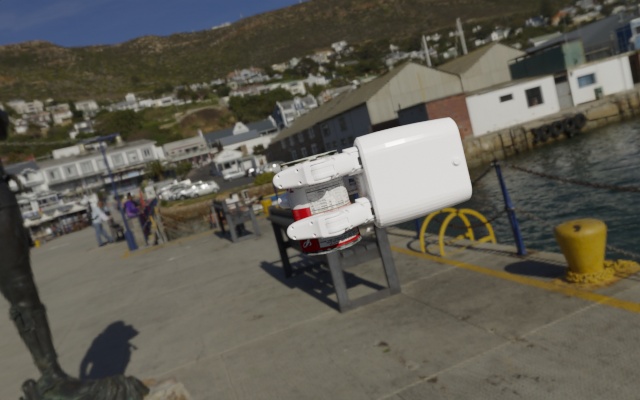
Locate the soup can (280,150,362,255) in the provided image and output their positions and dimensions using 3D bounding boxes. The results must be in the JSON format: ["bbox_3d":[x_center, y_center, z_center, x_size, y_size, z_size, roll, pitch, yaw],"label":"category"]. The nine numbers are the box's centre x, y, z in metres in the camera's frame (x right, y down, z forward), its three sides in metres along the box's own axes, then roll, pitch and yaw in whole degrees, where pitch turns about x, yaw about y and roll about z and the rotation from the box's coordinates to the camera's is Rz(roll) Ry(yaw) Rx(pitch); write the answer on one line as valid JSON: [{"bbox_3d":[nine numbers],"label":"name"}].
[{"bbox_3d":[0.000,0.002,0.527,0.068,0.102,0.068,-15,6,2],"label":"soup can"}]
